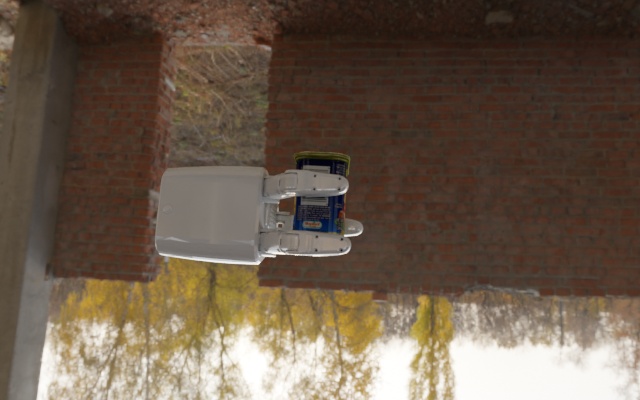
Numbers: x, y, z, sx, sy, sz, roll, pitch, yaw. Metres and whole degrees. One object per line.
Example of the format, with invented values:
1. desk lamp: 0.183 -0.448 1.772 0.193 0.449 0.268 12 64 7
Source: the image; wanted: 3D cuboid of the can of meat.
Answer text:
1. can of meat: 0.000 0.002 0.505 0.057 0.084 0.102 3 -9 2
